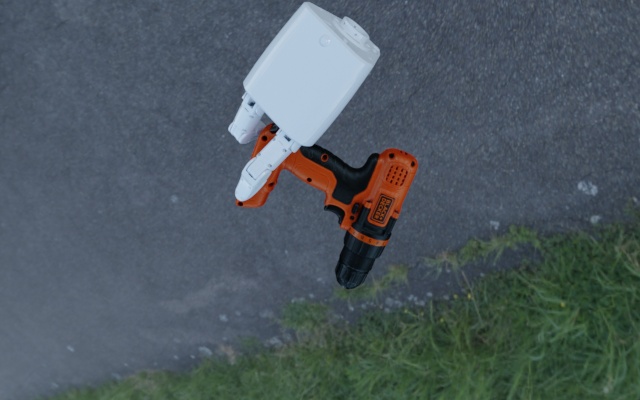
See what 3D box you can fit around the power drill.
[{"bbox_3d":[0.000,0.001,0.568,0.187,0.184,0.057,20,16,-5],"label":"power drill"}]
